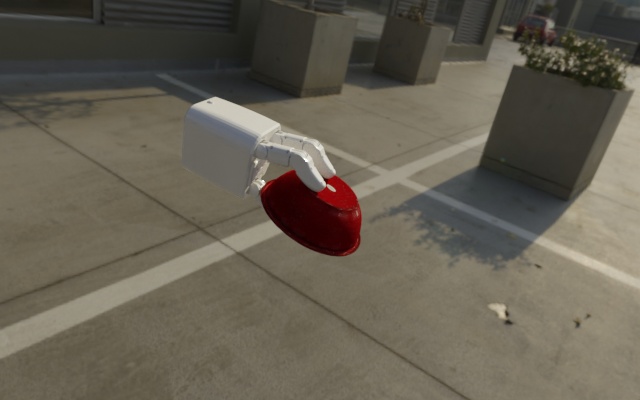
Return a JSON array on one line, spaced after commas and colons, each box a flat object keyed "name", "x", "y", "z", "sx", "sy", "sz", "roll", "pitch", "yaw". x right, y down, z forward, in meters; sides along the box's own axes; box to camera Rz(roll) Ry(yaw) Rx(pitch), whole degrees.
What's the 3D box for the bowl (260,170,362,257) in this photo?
[{"name": "bowl", "x": 0.001, "y": 0.002, "z": 0.669, "sx": 0.162, "sy": 0.055, "sz": 0.162, "roll": 26, "pitch": 28, "yaw": -15}]
